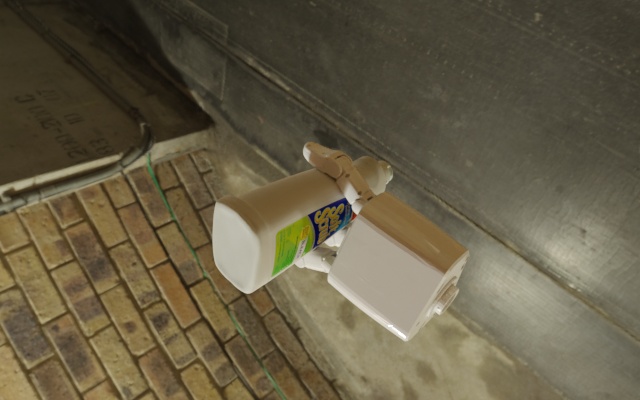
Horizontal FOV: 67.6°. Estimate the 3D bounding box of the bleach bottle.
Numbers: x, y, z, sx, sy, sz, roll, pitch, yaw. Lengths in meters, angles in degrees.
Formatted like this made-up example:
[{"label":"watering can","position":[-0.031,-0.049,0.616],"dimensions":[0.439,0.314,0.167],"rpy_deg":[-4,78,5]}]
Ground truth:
[{"label":"bleach bottle","position":[0.000,0.002,0.532],"dimensions":[0.068,0.103,0.250],"rpy_deg":[36,44,27]}]
